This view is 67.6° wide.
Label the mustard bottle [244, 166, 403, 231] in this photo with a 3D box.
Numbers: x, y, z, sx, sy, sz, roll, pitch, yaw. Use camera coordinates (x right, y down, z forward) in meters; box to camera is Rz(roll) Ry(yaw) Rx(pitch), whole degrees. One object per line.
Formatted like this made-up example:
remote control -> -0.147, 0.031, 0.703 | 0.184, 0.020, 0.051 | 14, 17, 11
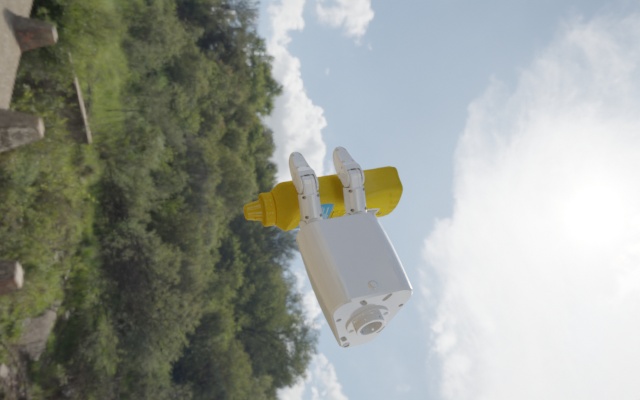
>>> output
mustard bottle -> 0.000, 0.002, 0.598 | 0.191, 0.058, 0.096 | -9, -18, -19
